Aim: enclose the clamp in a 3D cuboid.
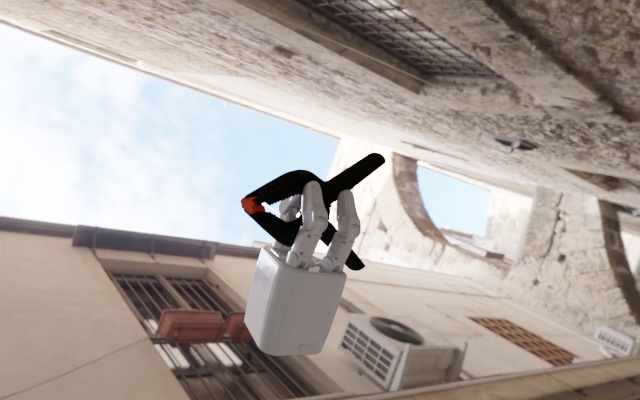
[{"bbox_3d":[-0.001,0.002,0.598,0.210,0.164,0.036,13,3,-41],"label":"clamp"}]
